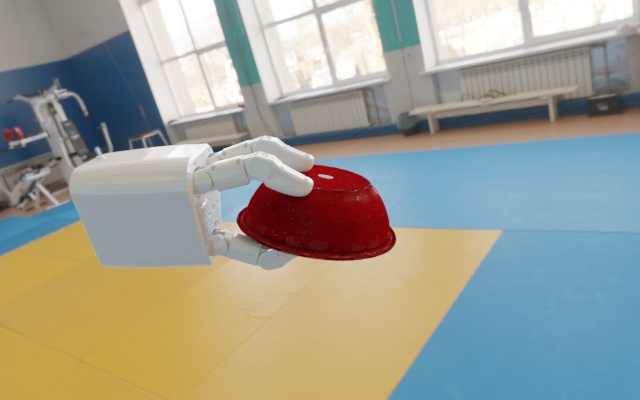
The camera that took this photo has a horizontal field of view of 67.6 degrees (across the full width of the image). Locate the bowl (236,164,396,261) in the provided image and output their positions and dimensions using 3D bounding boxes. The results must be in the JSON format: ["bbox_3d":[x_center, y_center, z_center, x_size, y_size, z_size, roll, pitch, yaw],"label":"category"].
[{"bbox_3d":[0.001,0.001,0.475,0.162,0.055,0.162,8,17,-2],"label":"bowl"}]
